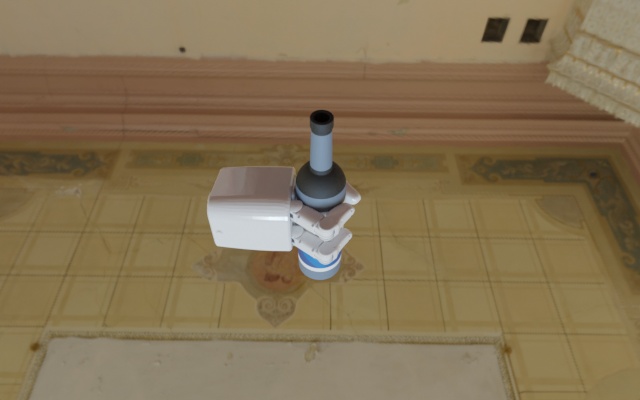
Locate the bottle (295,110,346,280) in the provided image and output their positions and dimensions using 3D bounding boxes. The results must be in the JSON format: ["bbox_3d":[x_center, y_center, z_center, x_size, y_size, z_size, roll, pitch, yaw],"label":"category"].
[{"bbox_3d":[0.000,0.002,0.647,0.069,0.069,0.296,0,-41,-1],"label":"bottle"}]
